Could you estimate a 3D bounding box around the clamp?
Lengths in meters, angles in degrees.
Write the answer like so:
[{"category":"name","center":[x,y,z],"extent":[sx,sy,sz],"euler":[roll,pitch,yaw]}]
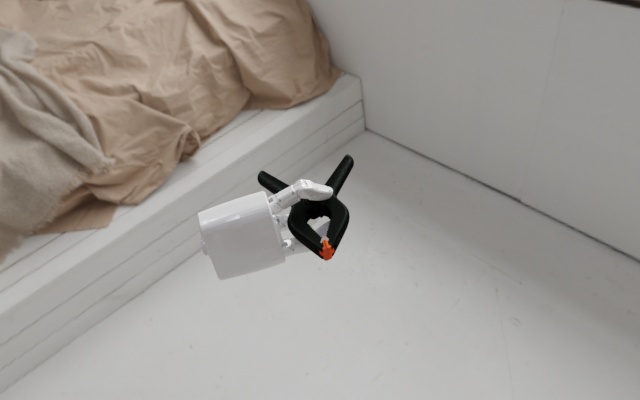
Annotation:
[{"category":"clamp","center":[0.000,0.002,0.748],"extent":[0.164,0.036,0.209],"euler":[-17,45,-8]}]
